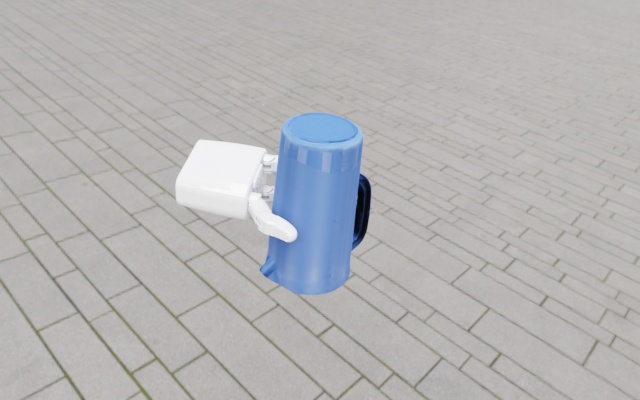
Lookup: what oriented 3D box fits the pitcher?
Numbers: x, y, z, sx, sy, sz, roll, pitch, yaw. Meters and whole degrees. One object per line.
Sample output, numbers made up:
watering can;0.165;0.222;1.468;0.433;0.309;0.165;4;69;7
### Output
pitcher;0.000;0.002;0.688;0.145;0.243;0.149;11;33;7
